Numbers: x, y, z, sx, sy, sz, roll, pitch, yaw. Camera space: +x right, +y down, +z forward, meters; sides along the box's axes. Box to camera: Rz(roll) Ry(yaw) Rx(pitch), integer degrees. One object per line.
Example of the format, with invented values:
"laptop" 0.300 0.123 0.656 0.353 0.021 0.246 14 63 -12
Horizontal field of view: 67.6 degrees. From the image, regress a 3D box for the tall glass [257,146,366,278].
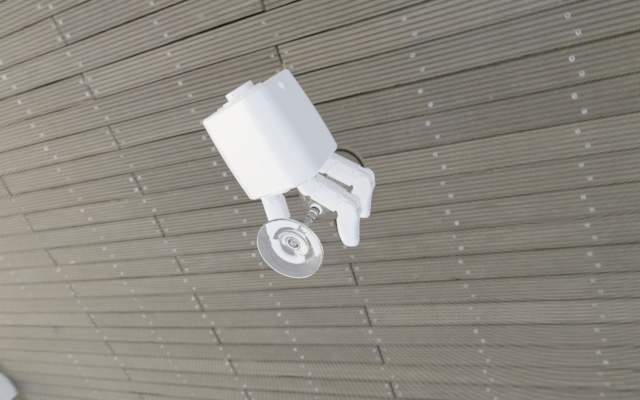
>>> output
"tall glass" 0.000 0.002 0.574 0.079 0.079 0.201 0 29 22
